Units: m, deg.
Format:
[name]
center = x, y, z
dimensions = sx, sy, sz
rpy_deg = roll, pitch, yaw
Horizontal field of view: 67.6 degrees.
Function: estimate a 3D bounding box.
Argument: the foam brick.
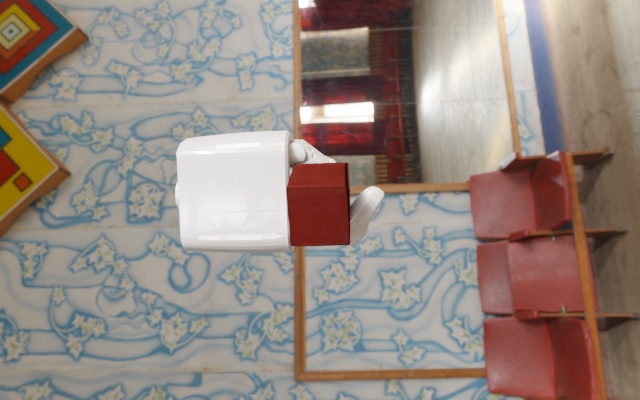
[foam brick]
center = 0.000, 0.001, 0.421
dimensions = 0.051, 0.053, 0.078
rpy_deg = -1, 19, 3
